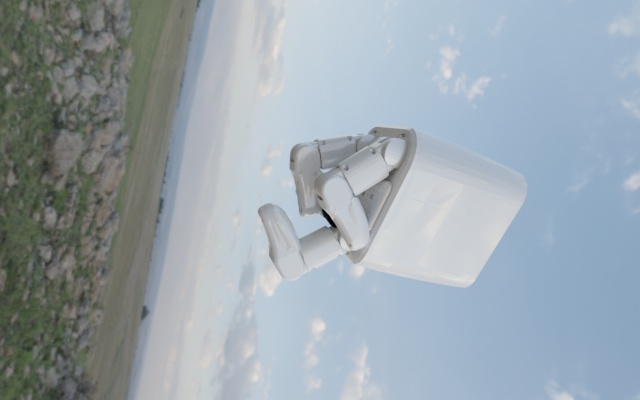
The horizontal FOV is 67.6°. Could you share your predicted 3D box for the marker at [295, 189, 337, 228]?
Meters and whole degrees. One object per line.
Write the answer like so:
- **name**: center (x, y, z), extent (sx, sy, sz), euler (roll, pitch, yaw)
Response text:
- **marker**: center (0.000, 0.001, 0.415), extent (0.020, 0.020, 0.121), euler (0, 11, -16)
